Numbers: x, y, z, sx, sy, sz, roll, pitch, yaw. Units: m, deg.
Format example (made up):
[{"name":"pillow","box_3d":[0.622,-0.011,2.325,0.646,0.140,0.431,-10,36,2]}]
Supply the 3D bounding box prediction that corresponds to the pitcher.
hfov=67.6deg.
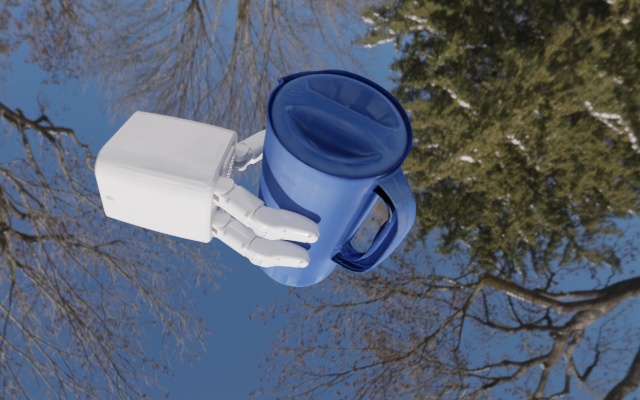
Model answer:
[{"name":"pitcher","box_3d":[0.000,0.002,0.504,0.145,0.149,0.243,12,-38,-6]}]
